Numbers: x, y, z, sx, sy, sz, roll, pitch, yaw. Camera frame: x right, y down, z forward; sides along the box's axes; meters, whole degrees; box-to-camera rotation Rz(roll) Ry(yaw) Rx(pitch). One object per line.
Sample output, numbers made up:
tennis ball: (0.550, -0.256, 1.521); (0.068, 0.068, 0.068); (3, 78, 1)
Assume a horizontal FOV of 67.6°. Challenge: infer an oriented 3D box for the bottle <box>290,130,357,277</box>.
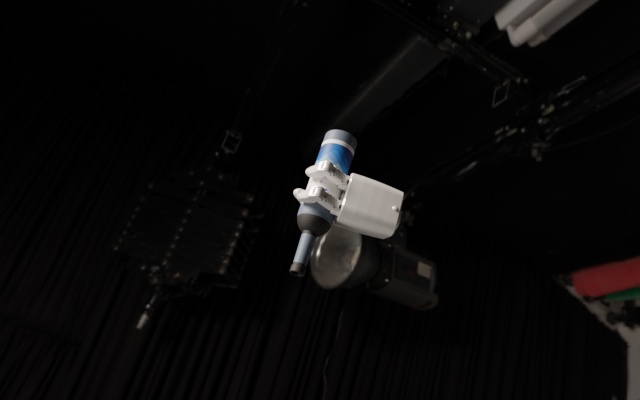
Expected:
bottle: (0.000, 0.003, 0.898); (0.069, 0.295, 0.069); (15, -26, 7)
